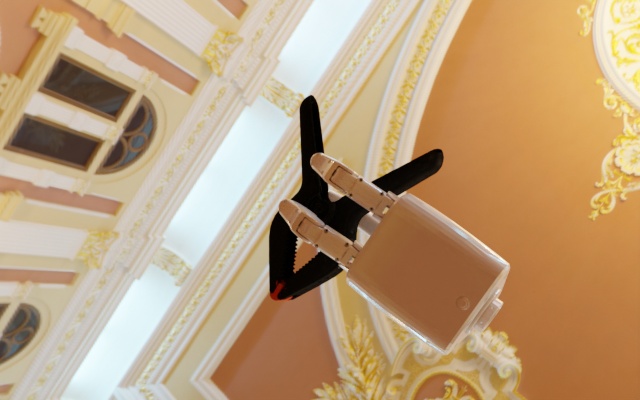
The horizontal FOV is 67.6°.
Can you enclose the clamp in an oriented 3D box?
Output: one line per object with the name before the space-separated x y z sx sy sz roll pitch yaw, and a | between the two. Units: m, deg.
clamp | 0.000 0.002 0.482 0.164 0.210 0.036 36 6 28
